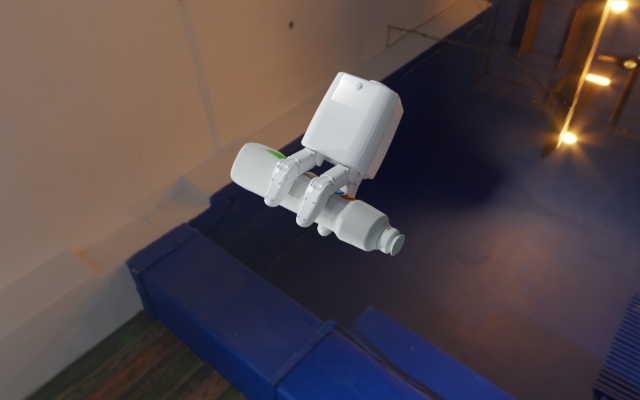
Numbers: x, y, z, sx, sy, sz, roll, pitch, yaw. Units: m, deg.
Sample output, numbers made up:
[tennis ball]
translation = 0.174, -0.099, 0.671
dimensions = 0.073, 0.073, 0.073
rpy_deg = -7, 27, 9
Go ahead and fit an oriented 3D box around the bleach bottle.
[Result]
[bleach bottle]
translation = 0.000, 0.002, 0.630
dimensions = 0.250, 0.068, 0.102
rpy_deg = 29, 5, 30
